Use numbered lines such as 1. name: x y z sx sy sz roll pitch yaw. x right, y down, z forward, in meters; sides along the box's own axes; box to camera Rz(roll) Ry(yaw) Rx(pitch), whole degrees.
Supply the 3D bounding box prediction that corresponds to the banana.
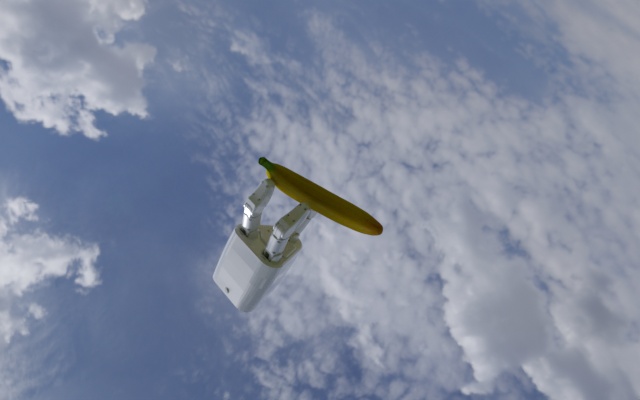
1. banana: -0.002 -0.001 0.686 0.198 0.037 0.069 29 5 2
